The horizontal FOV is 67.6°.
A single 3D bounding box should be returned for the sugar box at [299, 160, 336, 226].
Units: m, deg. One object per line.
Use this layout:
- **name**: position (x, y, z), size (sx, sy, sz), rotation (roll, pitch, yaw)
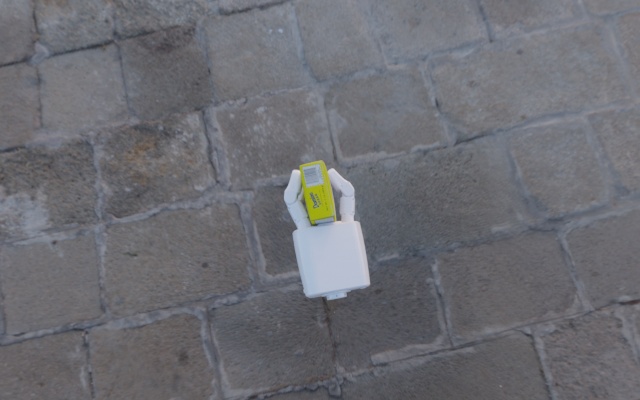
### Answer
- **sugar box**: position (0.000, 0.003, 0.817), size (0.048, 0.093, 0.176), rotation (-11, -13, -1)
